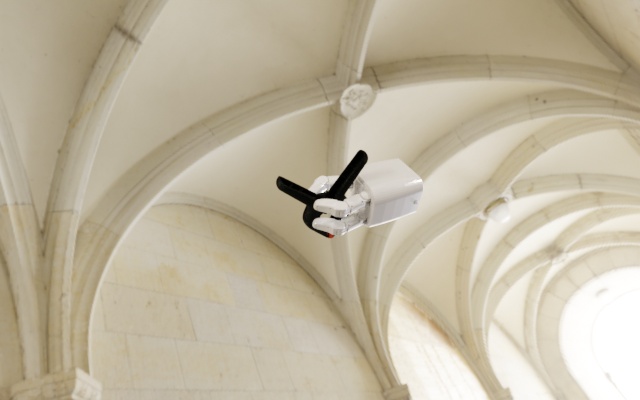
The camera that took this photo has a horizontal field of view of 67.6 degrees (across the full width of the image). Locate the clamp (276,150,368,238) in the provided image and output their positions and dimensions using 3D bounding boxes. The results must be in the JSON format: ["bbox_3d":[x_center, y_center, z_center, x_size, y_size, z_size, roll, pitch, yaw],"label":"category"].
[{"bbox_3d":[0.000,0.003,0.874,0.164,0.036,0.210,-14,-39,-15],"label":"clamp"}]
